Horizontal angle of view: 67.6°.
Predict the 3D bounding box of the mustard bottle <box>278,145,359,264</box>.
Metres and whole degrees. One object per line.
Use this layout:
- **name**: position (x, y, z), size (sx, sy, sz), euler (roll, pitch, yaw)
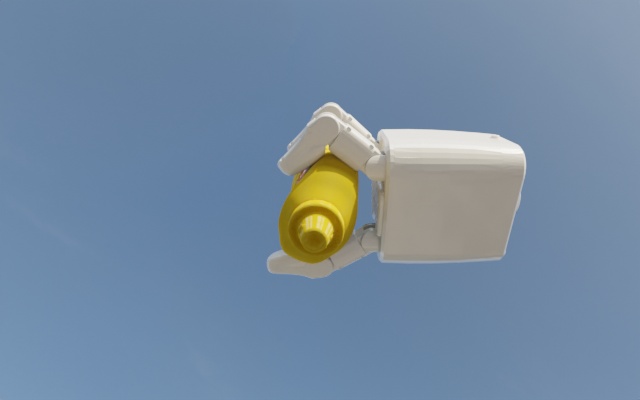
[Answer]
- **mustard bottle**: position (0.000, 0.001, 0.414), size (0.058, 0.096, 0.191), euler (25, 16, -5)
